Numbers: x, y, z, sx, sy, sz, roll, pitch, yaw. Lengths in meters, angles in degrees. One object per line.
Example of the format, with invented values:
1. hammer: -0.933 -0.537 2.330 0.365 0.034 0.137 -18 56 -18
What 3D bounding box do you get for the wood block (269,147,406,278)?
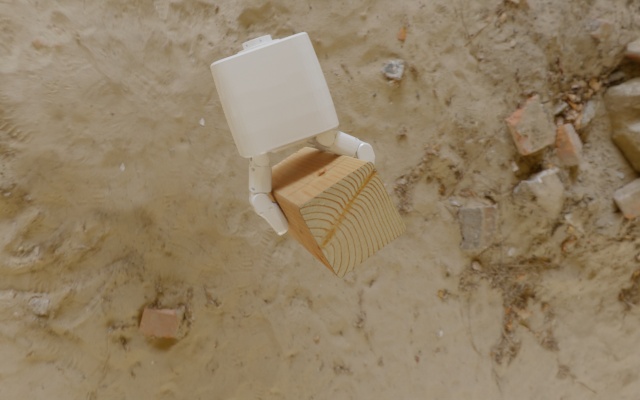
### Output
1. wood block: 0.000 0.002 0.570 0.091 0.090 0.206 -33 19 -11
